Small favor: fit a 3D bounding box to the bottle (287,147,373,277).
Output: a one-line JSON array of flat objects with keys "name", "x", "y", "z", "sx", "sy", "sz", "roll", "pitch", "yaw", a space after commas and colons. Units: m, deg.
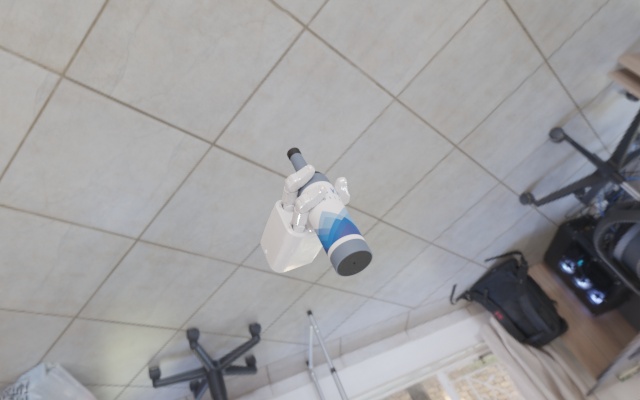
[{"name": "bottle", "x": 0.000, "y": 0.003, "z": 0.862, "sx": 0.069, "sy": 0.069, "sz": 0.295, "roll": 0, "pitch": 42, "yaw": -30}]
